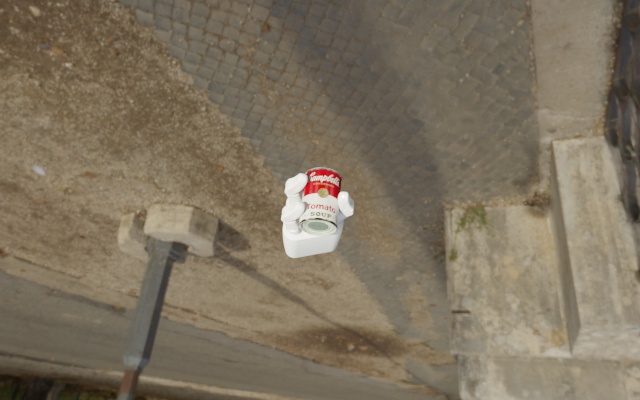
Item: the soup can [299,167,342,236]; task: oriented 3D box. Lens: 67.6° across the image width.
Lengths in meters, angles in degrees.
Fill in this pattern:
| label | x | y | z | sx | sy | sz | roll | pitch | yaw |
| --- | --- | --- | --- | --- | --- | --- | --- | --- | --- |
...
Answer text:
| label | x | y | z | sx | sy | sz | roll | pitch | yaw |
| --- | --- | --- | --- | --- | --- | --- | --- | --- | --- |
| soup can | 0.000 | 0.003 | 0.836 | 0.068 | 0.102 | 0.068 | 5 | -28 | 2 |
